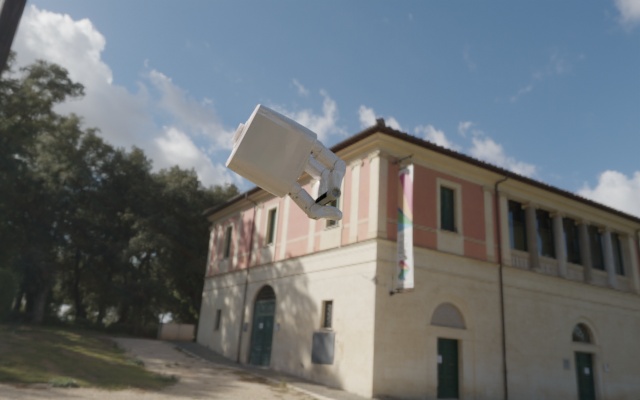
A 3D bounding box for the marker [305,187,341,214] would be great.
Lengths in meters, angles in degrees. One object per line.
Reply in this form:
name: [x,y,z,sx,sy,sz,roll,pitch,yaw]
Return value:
marker: [0.000,0.003,0.782,0.020,0.020,0.121,0,-14,-24]
